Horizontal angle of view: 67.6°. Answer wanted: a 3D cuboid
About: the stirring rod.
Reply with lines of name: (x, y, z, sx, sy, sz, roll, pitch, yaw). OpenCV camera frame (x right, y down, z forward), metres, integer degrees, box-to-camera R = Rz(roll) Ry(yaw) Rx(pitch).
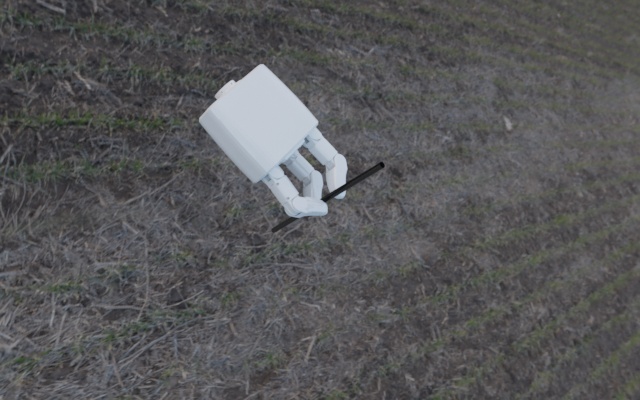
stirring rod: (0.000, 0.002, 0.636, 0.011, 0.011, 0.239, 0, -21, -39)
